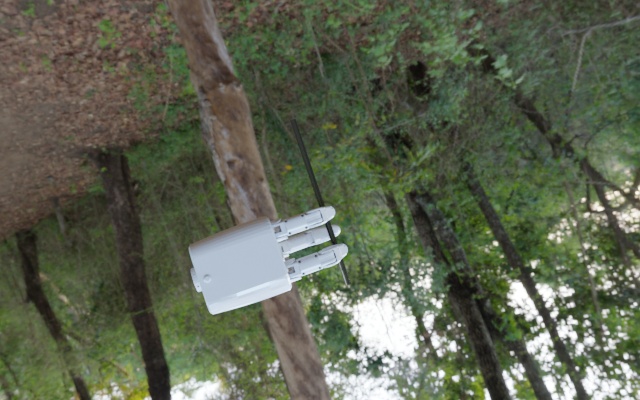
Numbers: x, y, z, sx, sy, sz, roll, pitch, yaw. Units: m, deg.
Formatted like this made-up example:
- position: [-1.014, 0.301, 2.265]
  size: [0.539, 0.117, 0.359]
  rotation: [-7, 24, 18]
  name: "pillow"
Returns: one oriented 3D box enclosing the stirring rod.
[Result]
- position: [0.000, 0.002, 0.661]
  size: [0.011, 0.239, 0.011]
  rotation: [-19, 0, 0]
  name: "stirring rod"
